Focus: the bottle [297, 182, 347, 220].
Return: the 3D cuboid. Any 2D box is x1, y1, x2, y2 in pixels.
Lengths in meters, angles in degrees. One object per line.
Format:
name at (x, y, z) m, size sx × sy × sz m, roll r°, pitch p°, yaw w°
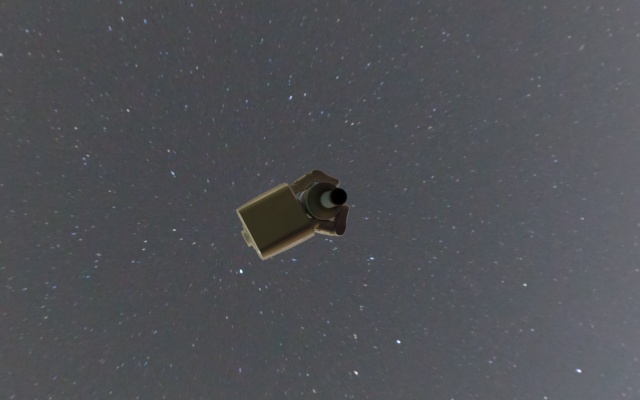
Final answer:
bottle at (0.000, 0.003, 0.883) m, size 0.069 × 0.069 × 0.296 m, roll 0°, pitch -3°, yaw -11°
